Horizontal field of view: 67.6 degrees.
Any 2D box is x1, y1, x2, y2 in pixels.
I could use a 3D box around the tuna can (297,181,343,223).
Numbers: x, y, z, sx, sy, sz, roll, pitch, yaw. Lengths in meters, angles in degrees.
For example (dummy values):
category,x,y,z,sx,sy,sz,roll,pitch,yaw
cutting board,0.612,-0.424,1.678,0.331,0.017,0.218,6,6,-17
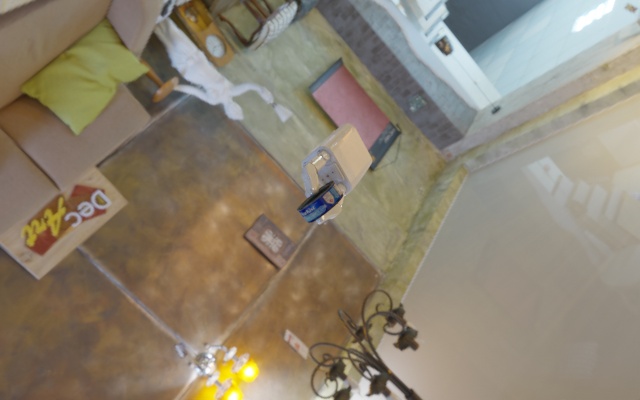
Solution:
category,x,y,z,sx,sy,sz,roll,pitch,yaw
tuna can,0.000,0.003,0.877,0.086,0.034,0.086,-38,8,6
